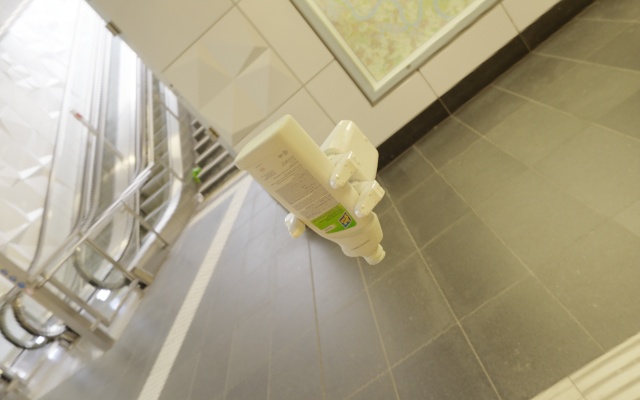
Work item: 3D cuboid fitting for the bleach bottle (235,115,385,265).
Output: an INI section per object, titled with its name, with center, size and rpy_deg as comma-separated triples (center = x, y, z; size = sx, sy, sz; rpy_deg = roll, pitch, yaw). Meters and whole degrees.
[bleach bottle]
center = 0.000, 0.002, 0.683
size = 0.102, 0.251, 0.068
rpy_deg = -30, 22, 32
